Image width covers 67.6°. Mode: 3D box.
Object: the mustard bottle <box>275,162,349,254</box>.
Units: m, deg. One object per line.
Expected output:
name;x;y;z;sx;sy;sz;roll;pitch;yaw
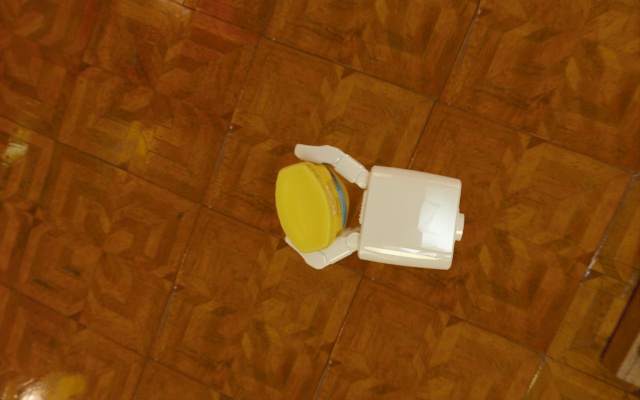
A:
mustard bottle;0.000;0.002;0.590;0.058;0.096;0.191;-17;1;12
